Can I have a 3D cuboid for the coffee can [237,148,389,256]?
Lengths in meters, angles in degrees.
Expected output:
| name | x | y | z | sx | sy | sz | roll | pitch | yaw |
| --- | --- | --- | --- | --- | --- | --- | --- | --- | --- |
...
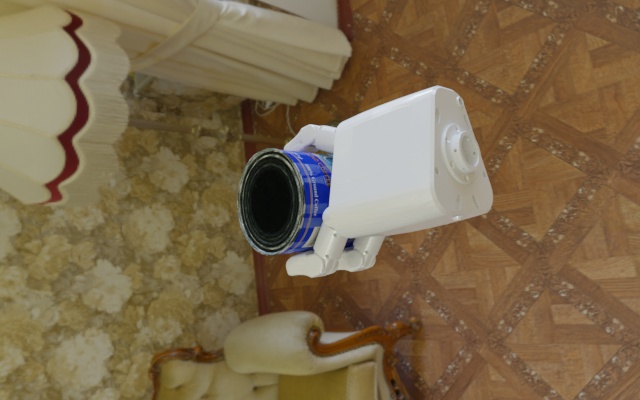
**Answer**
| name | x | y | z | sx | sy | sz | roll | pitch | yaw |
| --- | --- | --- | --- | --- | --- | --- | --- | --- | --- |
| coffee can | 0.000 | 0.002 | 0.500 | 0.140 | 0.103 | 0.103 | 0 | 0 | -44 |
